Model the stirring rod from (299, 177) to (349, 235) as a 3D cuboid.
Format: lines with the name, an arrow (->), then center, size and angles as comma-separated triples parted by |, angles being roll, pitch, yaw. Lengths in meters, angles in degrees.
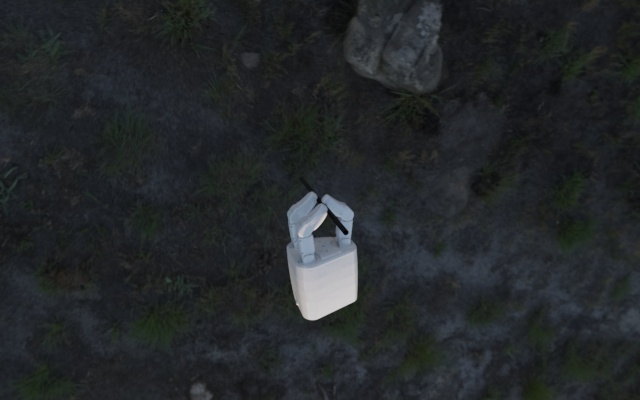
stirring rod -> 0.000, 0.003, 0.771 | 0.011, 0.011, 0.239 | 0, 21, -18
